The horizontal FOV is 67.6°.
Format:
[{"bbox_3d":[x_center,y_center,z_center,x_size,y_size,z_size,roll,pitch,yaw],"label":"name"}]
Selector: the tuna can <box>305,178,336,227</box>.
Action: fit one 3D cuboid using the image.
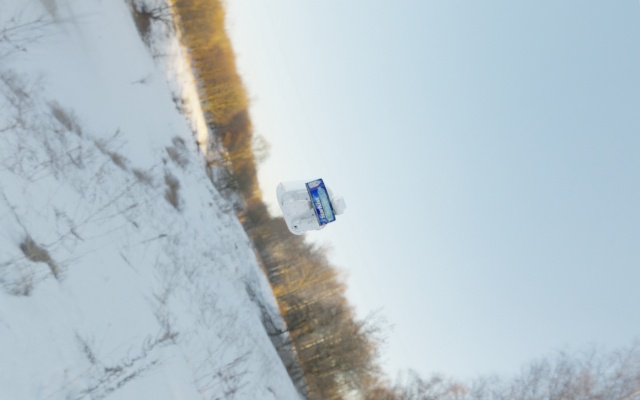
[{"bbox_3d":[0.001,0.003,0.877,0.034,0.086,0.086,-19,0,-2],"label":"tuna can"}]
